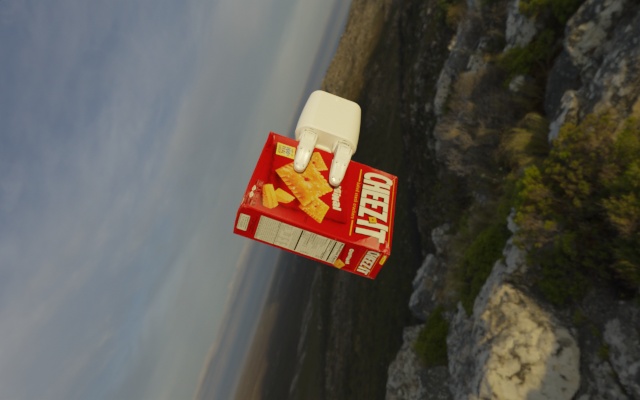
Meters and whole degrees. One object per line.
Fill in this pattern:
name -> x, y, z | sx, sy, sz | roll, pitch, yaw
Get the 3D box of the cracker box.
cracker box -> 0.000, 0.002, 0.702 | 0.214, 0.164, 0.072 | 19, -44, -5
